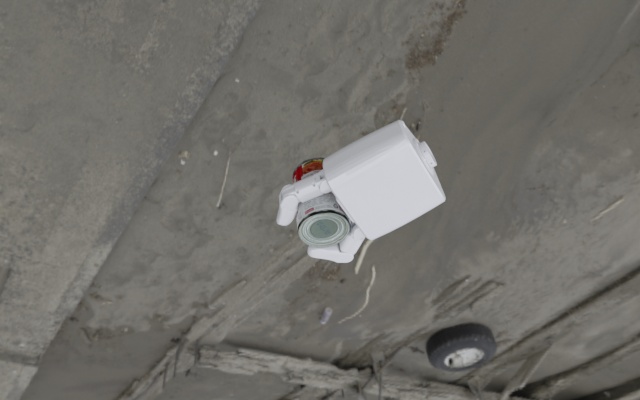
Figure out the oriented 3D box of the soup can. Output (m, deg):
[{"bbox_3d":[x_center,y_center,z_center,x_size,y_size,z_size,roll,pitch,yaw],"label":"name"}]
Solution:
[{"bbox_3d":[0.000,0.002,0.623,0.068,0.069,0.102,-4,45,-4],"label":"soup can"}]
